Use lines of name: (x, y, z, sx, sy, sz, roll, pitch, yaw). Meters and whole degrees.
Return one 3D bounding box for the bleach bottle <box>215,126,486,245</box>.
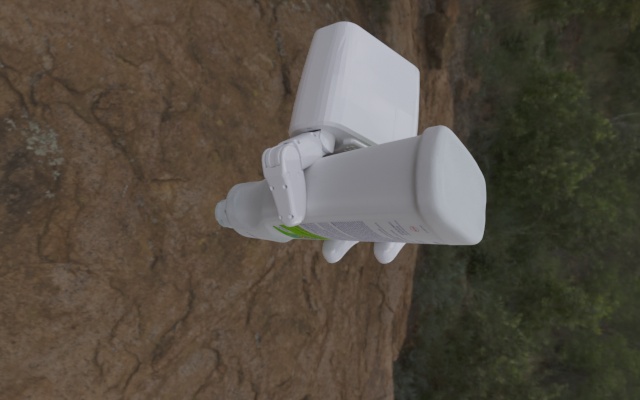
bleach bottle: (0.000, 0.001, 0.404, 0.251, 0.068, 0.103, -5, -24, 36)
